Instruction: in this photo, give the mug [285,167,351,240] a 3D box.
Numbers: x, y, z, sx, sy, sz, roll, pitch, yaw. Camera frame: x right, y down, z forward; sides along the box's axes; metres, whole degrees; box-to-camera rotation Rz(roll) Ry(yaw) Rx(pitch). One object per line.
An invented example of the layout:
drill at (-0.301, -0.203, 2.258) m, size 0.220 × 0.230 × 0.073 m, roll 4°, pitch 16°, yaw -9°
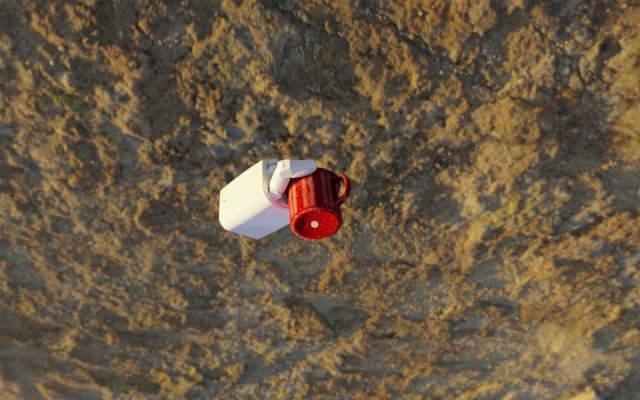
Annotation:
mug at (0.001, 0.002, 0.753) m, size 0.117 × 0.081 × 0.093 m, roll -30°, pitch -46°, yaw 24°
